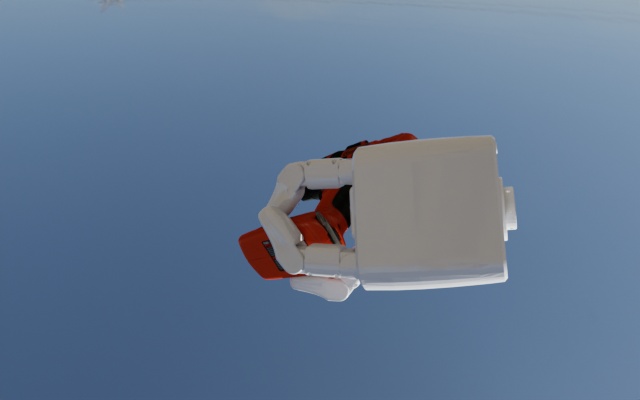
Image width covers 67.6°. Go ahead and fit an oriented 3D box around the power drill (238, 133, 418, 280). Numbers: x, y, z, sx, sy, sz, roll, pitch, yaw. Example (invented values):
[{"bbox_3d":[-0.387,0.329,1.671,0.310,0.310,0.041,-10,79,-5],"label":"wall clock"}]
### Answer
[{"bbox_3d":[0.000,0.002,0.498,0.184,0.057,0.187,-17,23,42],"label":"power drill"}]
